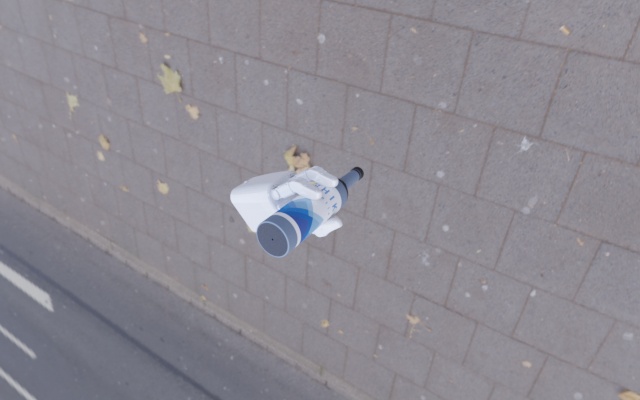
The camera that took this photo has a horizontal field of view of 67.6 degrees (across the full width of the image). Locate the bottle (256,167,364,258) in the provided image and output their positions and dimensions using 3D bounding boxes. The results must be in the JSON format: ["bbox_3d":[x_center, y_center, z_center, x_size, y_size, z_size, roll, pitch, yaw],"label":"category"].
[{"bbox_3d":[0.000,0.003,0.877,0.069,0.069,0.295,0,24,36],"label":"bottle"}]
